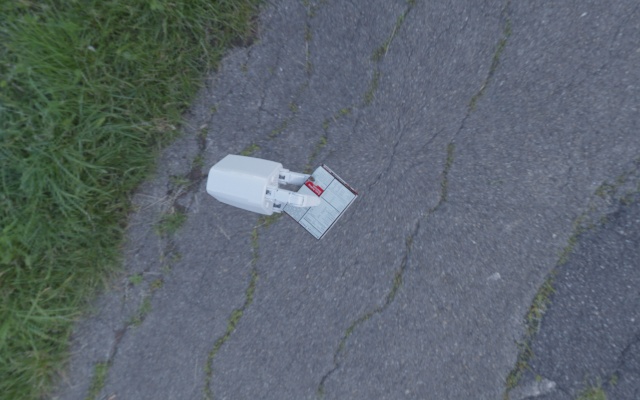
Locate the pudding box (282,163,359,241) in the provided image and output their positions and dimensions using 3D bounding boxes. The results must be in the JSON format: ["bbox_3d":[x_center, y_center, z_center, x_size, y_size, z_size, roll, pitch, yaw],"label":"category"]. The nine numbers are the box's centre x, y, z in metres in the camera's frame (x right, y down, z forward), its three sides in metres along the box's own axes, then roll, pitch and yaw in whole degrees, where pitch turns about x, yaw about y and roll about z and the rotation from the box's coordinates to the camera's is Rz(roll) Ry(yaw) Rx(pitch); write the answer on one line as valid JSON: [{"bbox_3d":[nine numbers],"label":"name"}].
[{"bbox_3d":[0.000,0.003,0.867,0.090,0.113,0.039,41,10,3],"label":"pudding box"}]
